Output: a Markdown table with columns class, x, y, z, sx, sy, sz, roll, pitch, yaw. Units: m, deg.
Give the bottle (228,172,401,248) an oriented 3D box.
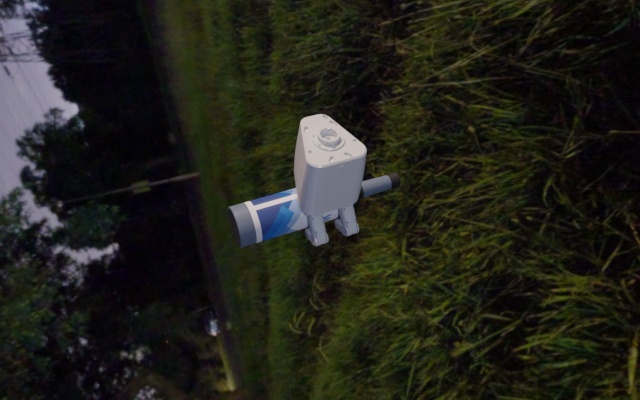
| class | x | y | z | sx | sy | sz | roll | pitch | yaw |
| --- | --- | --- | --- | --- | --- | --- | --- | --- | --- |
| bottle | 0.000 | 0.003 | 0.787 | 0.295 | 0.069 | 0.069 | -16 | 6 | -19 |
